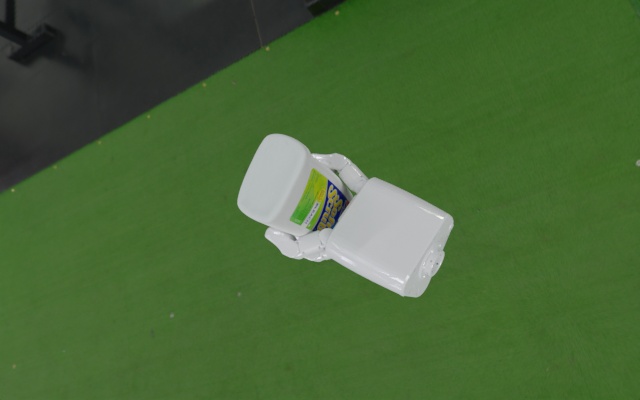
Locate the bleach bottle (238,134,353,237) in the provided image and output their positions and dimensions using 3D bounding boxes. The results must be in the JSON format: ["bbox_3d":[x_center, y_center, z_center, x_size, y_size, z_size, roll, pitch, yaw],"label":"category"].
[{"bbox_3d":[0.000,0.002,0.623,0.068,0.102,0.251,26,1,30],"label":"bleach bottle"}]
